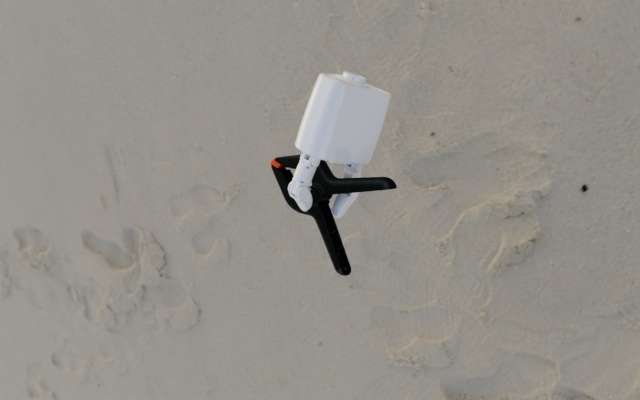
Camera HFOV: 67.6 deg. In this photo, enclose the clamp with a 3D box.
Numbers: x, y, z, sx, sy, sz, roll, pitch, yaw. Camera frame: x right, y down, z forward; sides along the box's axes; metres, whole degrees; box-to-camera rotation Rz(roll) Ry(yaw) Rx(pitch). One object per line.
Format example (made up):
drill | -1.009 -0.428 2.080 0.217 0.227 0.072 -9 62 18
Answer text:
clamp | -0.001 0.002 0.720 0.210 0.165 0.036 31 22 30
